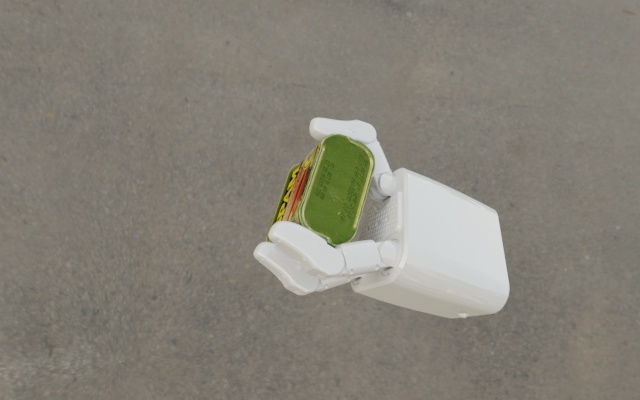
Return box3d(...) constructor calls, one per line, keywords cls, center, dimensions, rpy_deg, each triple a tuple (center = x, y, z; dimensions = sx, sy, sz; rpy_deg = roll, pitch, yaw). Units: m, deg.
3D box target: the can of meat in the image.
box3d(cls="can of meat", center=(0.000, 0.001, 0.419), dimensions=(0.057, 0.102, 0.084), rpy_deg=(24, -25, -14))
